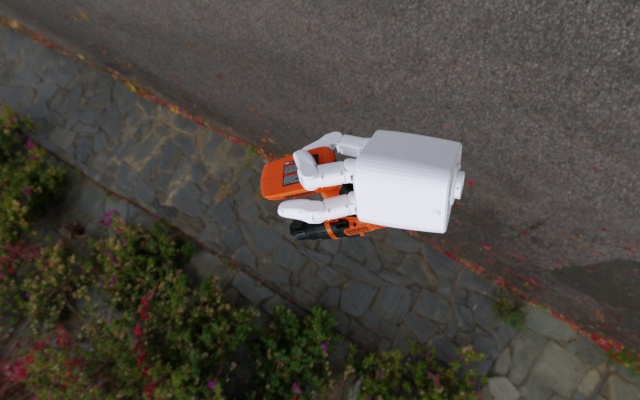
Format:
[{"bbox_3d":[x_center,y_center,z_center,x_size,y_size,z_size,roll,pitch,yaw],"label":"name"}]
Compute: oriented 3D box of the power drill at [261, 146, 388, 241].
[{"bbox_3d":[0.000,0.002,0.667,0.184,0.057,0.188,-15,-29,26],"label":"power drill"}]
